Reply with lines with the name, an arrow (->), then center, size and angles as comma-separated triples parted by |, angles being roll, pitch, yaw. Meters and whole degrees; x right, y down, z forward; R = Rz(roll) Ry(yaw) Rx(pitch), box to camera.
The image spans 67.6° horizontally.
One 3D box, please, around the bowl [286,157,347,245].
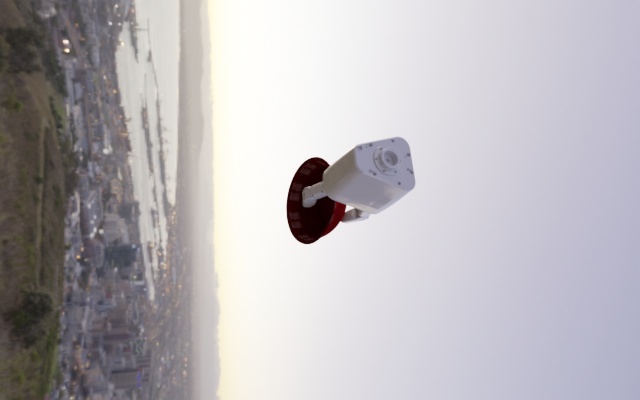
bowl -> 0.000, 0.003, 0.885 | 0.055, 0.162, 0.162 | 9, -5, -35
